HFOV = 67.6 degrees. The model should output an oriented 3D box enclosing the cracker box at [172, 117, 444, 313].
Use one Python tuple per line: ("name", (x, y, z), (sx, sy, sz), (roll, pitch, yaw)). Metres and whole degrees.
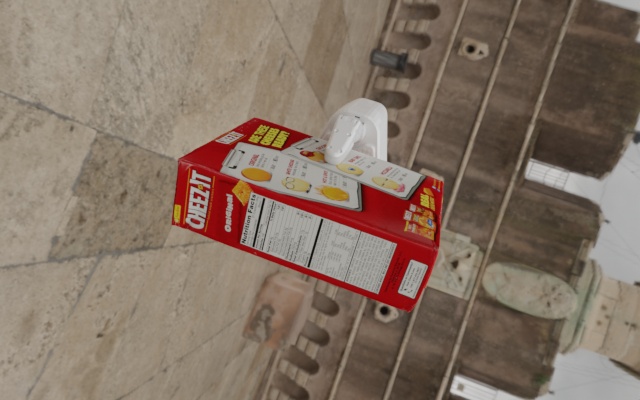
("cracker box", (0.000, 0.001, 0.442), (0.213, 0.072, 0.164), (19, 24, 8))
